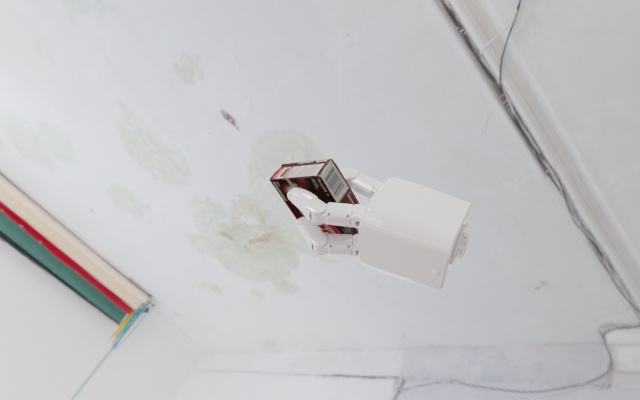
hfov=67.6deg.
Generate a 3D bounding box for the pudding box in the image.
[{"bbox_3d":[0.000,0.002,0.616,0.090,0.113,0.039,-3,38,42],"label":"pudding box"}]
